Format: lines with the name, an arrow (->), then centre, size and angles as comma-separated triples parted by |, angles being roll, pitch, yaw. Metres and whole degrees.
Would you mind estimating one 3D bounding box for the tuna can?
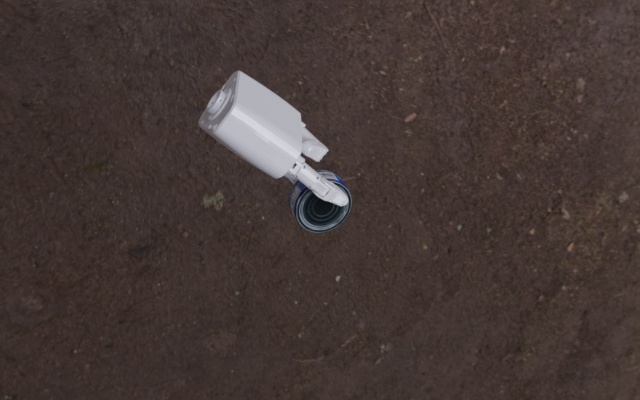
tuna can -> 0.000, 0.003, 0.677 | 0.086, 0.086, 0.033 | 0, 28, -22
